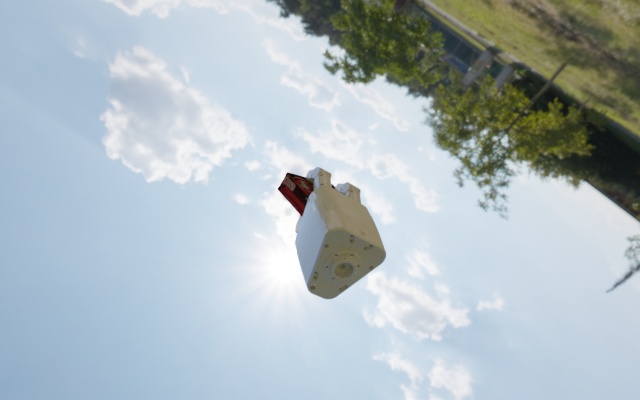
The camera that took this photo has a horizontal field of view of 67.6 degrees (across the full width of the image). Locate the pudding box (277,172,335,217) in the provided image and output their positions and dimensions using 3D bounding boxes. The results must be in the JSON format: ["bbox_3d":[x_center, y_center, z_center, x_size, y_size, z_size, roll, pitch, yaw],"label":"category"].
[{"bbox_3d":[0.000,0.003,0.747,0.113,0.039,0.090,15,26,-49],"label":"pudding box"}]
